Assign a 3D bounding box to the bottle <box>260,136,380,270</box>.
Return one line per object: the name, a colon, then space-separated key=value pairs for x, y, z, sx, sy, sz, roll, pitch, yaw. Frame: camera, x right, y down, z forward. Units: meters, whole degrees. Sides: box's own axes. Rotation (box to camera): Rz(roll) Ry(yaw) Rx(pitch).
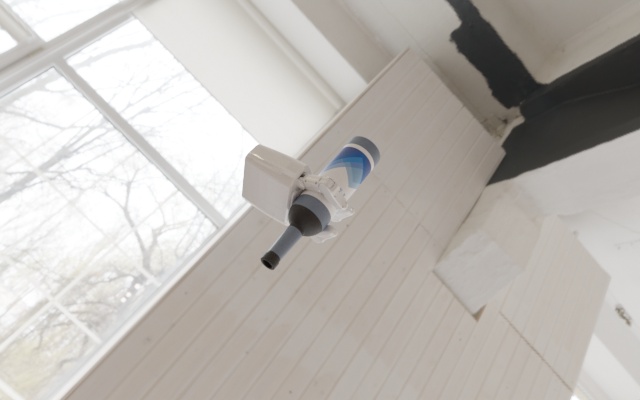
bottle: x=0.000 y=0.003 z=0.809 sx=0.069 sy=0.069 sz=0.295 roll=0 pitch=40 yaw=47
